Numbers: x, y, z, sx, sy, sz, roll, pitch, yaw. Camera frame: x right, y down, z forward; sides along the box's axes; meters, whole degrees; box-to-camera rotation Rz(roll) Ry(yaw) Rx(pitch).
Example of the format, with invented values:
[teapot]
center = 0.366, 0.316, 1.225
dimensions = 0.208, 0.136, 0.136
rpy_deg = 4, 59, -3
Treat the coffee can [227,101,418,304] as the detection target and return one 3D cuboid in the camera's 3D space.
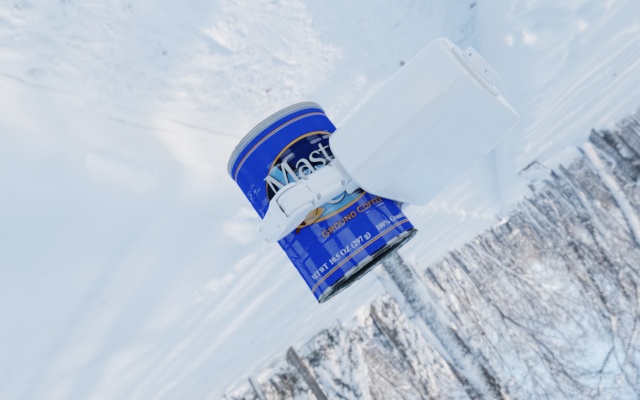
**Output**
[coffee can]
center = 0.000, 0.001, 0.412
dimensions = 0.103, 0.140, 0.103
rpy_deg = -34, -14, -10
